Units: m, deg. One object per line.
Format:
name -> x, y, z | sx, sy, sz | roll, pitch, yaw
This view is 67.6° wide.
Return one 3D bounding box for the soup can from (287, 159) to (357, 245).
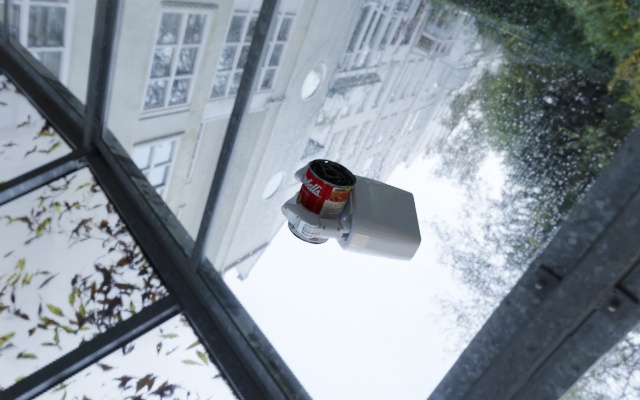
soup can -> 0.000, 0.002, 0.668 | 0.068, 0.102, 0.068 | 17, 30, -10
